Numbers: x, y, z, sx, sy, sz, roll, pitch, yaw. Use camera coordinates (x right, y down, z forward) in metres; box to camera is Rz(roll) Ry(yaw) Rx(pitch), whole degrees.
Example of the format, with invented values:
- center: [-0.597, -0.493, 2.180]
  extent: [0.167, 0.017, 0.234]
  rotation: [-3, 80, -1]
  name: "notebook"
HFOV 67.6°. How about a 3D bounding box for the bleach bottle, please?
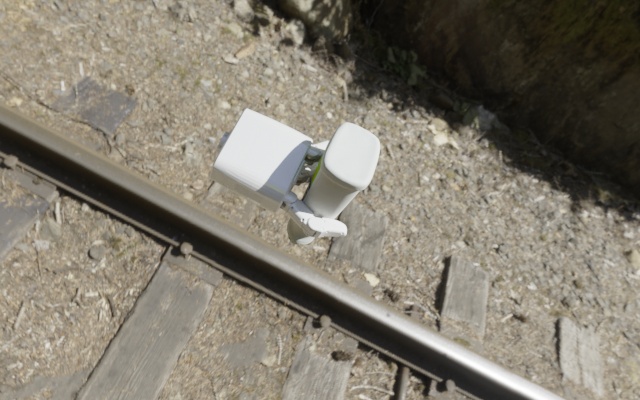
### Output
- center: [0.000, 0.002, 0.699]
  extent: [0.068, 0.102, 0.251]
  rotation: [27, -39, -5]
  name: "bleach bottle"
